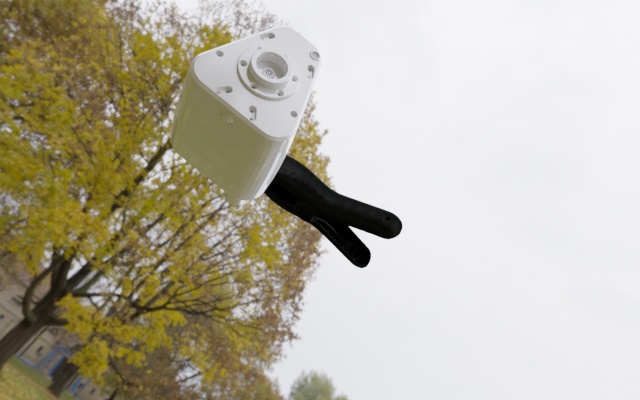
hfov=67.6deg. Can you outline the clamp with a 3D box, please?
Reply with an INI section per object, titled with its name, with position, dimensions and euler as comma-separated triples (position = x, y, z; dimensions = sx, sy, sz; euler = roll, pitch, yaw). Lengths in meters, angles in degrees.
[clamp]
position = 0.000, 0.001, 0.468
dimensions = 0.171, 0.039, 0.120
euler = 36, -30, -5
